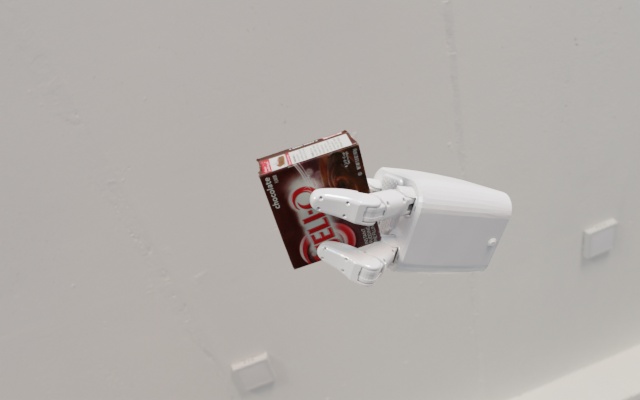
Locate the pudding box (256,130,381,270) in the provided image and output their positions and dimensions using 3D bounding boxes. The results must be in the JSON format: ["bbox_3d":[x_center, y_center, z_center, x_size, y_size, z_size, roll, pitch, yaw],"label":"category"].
[{"bbox_3d":[0.000,0.001,0.443,0.090,0.114,0.039,-19,31,-3],"label":"pudding box"}]
